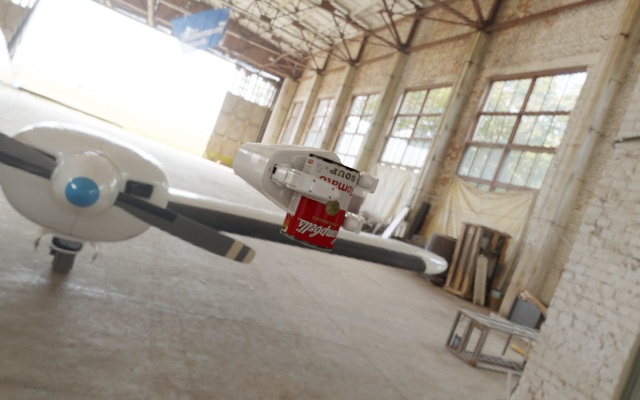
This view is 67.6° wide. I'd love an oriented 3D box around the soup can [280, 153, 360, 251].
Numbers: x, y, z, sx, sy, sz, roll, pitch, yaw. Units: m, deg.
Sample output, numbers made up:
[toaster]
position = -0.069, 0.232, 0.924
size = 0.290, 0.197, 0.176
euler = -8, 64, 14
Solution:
[soup can]
position = 0.000, 0.002, 0.577
size = 0.068, 0.102, 0.068
euler = 20, 2, -1
